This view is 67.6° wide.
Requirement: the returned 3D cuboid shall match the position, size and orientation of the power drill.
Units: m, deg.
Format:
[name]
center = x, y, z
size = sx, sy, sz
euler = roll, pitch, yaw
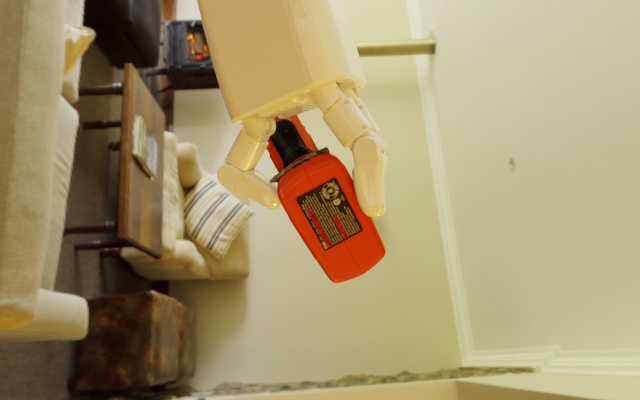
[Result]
[power drill]
center = 0.000, 0.001, 0.455
size = 0.057, 0.184, 0.187
euler = -32, 22, -1
